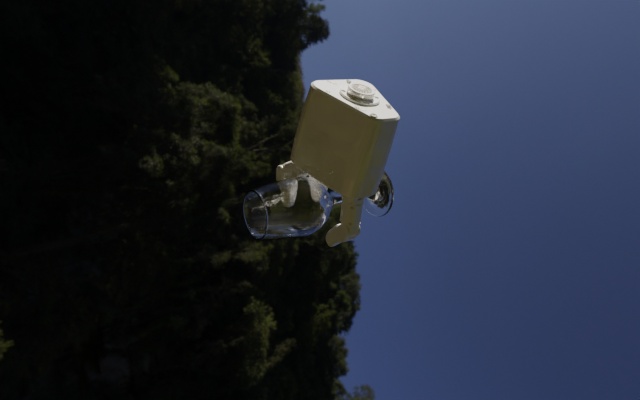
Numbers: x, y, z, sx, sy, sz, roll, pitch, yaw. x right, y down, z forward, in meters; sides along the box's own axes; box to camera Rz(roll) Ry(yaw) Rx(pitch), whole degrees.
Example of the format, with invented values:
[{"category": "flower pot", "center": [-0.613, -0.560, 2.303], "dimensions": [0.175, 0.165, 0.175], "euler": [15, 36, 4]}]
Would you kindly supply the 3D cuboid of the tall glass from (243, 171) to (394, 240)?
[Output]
[{"category": "tall glass", "center": [0.001, 0.002, 0.634], "dimensions": [0.201, 0.079, 0.079], "euler": [-11, 6, -35]}]
